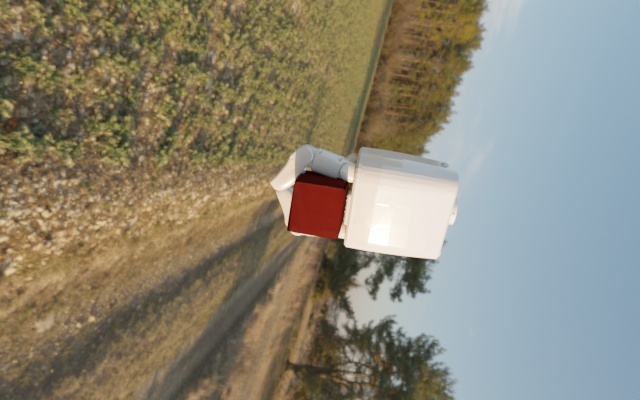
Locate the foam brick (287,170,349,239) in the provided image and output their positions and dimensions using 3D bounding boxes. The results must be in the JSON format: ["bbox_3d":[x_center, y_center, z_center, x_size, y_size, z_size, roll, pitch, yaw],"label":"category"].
[{"bbox_3d":[0.000,0.002,0.494,0.051,0.053,0.078,10,13,4],"label":"foam brick"}]
